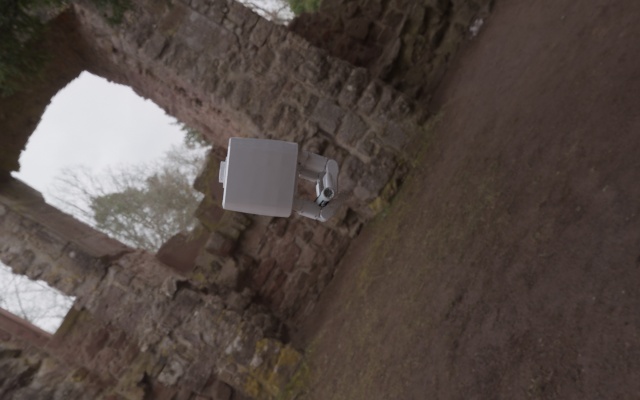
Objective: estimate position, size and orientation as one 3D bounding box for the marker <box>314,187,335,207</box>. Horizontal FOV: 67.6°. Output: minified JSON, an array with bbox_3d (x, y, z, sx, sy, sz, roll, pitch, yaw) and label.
[{"bbox_3d":[0.000,0.002,0.756,0.020,0.020,0.121,0,-13,-12],"label":"marker"}]
